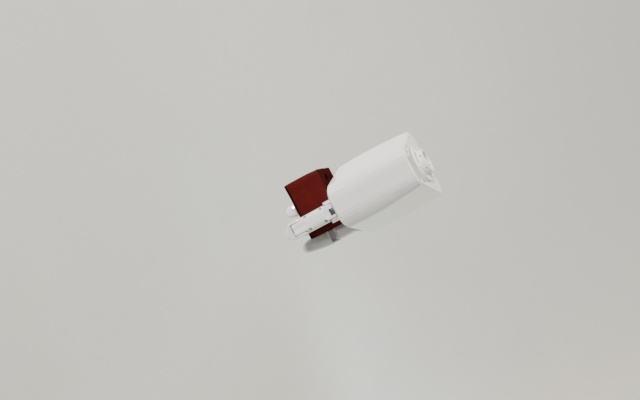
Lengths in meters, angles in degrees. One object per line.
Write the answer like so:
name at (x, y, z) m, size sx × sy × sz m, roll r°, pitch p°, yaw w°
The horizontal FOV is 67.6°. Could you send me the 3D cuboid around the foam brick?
foam brick at (0.000, 0.002, 0.623) m, size 0.051 × 0.078 × 0.053 m, roll -30°, pitch -4°, yaw 21°
